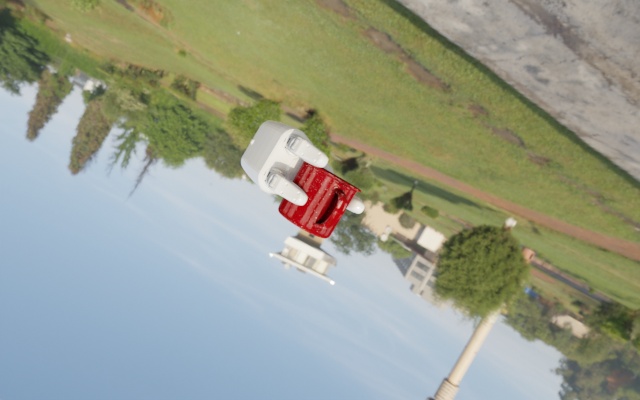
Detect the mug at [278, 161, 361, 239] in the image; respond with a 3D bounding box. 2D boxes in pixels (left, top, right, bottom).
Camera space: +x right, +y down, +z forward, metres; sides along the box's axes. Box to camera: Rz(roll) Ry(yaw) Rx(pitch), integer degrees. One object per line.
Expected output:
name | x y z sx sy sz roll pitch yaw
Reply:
mug | 0.001 0.003 0.637 0.093 0.081 0.117 27 5 -30
